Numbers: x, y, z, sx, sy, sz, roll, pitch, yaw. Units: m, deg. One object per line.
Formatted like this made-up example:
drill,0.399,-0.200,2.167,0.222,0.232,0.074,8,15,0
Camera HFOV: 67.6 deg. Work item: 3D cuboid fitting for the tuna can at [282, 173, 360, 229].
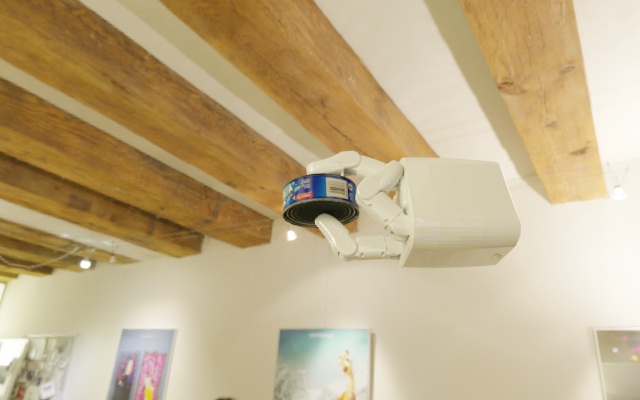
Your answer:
tuna can,0.000,0.001,0.538,0.086,0.033,0.086,-2,-23,-1
